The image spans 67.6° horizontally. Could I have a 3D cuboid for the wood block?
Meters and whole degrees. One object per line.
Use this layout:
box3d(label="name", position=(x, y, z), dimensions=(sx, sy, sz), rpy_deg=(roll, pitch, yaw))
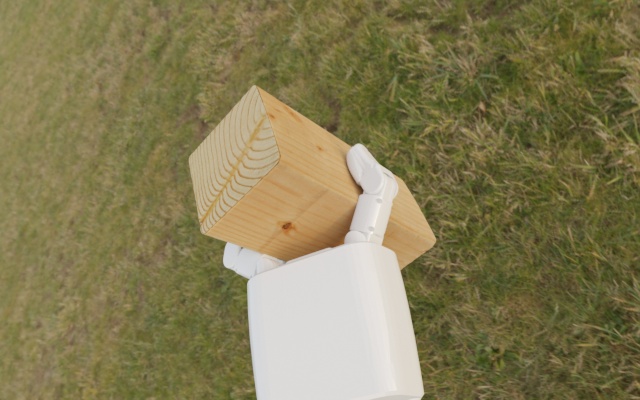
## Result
box3d(label="wood block", position=(0.000, 0.001, 0.426), dimensions=(0.091, 0.090, 0.206), rpy_deg=(-41, -43, 23))
